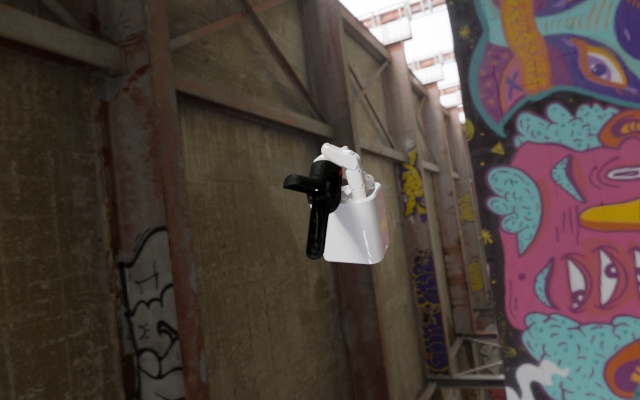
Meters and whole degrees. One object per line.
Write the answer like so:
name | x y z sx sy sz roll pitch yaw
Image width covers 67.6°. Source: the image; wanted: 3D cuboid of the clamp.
clamp | 0.000 0.002 0.671 0.039 0.120 0.171 -1 19 23
